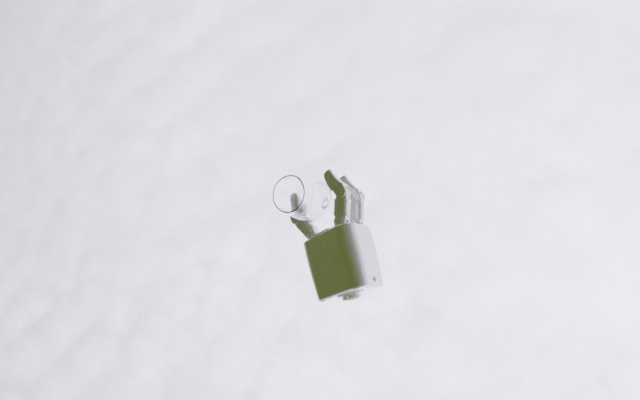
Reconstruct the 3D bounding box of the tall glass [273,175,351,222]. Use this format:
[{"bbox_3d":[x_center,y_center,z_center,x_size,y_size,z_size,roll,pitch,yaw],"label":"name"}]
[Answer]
[{"bbox_3d":[0.000,0.003,0.839,0.079,0.079,0.201,0,-8,31],"label":"tall glass"}]
